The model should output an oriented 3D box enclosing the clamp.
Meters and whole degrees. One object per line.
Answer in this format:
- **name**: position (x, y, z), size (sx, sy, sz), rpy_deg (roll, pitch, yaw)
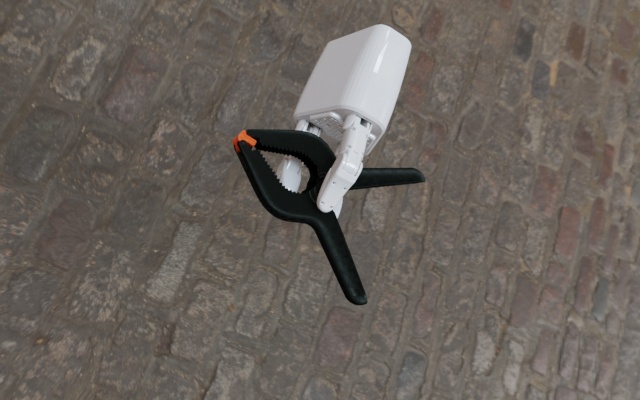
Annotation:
- **clamp**: position (0.000, 0.001, 0.488), size (0.210, 0.164, 0.036), rpy_deg (26, -15, -18)
